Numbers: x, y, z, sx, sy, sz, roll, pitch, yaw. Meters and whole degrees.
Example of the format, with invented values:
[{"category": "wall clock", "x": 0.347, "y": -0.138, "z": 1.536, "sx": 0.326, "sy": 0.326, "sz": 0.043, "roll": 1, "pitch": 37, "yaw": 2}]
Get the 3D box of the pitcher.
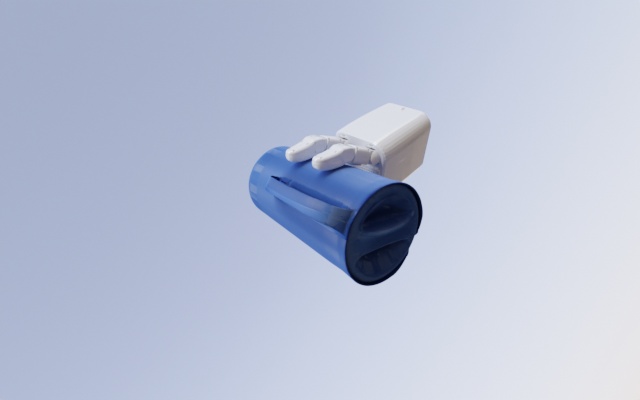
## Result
[{"category": "pitcher", "x": 0.000, "y": 0.002, "z": 0.643, "sx": 0.145, "sy": 0.149, "sz": 0.242, "roll": -34, "pitch": 38, "yaw": -26}]
